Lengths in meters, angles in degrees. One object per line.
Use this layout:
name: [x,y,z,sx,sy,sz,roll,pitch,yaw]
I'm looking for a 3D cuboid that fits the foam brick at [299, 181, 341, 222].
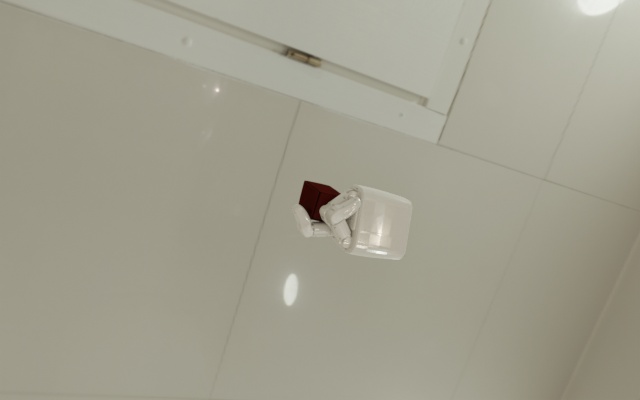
foam brick: [0.000,0.003,0.845,0.051,0.053,0.078,10,14,-24]
